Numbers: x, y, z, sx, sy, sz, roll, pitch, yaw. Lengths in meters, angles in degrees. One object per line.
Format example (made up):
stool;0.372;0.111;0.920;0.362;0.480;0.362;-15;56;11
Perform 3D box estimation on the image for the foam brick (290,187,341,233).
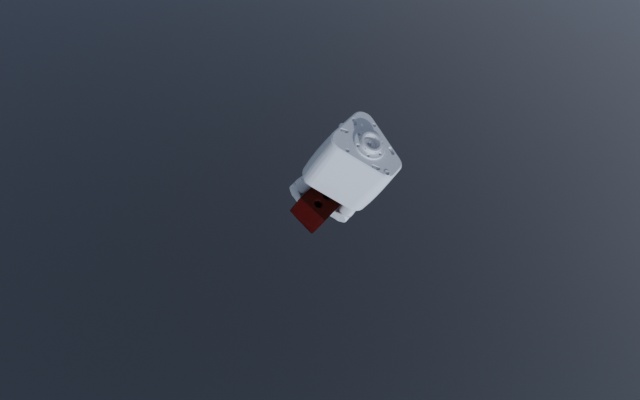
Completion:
foam brick;0.000;0.003;0.758;0.078;0.053;0.051;-45;-1;-35
